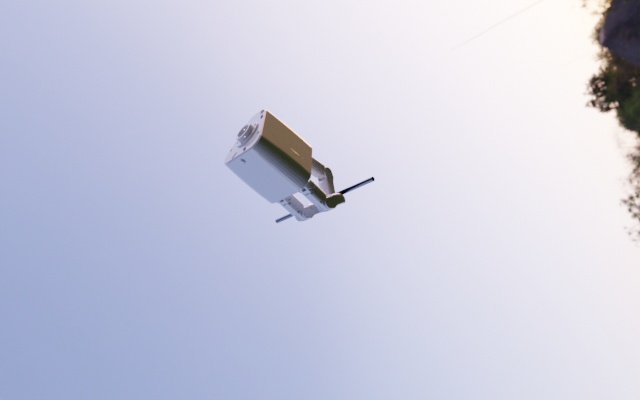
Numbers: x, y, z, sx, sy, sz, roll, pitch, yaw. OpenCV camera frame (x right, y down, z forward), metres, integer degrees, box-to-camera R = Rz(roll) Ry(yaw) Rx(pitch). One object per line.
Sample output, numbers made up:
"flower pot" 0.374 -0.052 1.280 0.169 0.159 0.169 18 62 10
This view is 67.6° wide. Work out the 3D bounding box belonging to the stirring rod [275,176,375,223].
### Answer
"stirring rod" 0.000 0.003 0.836 0.239 0.011 0.011 -24 -16 41
